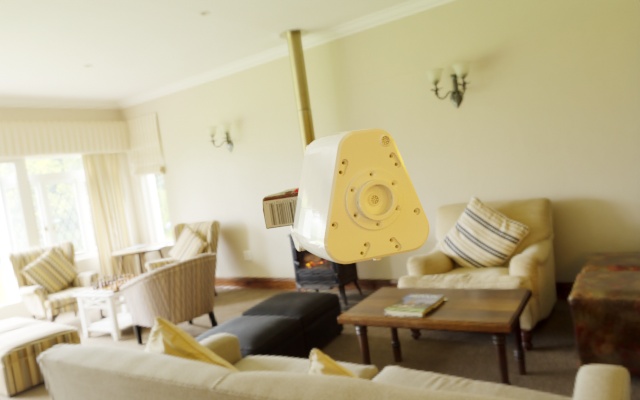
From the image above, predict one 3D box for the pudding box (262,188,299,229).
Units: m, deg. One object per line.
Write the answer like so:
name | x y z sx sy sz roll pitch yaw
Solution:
pudding box | 0.000 0.002 0.555 0.113 0.039 0.090 -6 5 14
